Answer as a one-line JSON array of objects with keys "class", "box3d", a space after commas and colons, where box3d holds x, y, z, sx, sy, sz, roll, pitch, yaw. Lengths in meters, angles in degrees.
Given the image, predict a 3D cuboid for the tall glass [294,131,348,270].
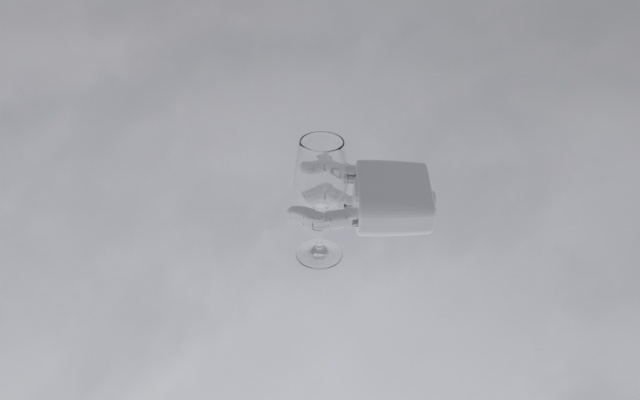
[{"class": "tall glass", "box3d": [0.000, 0.003, 0.702, 0.079, 0.201, 0.079, 1, 34, 0]}]
